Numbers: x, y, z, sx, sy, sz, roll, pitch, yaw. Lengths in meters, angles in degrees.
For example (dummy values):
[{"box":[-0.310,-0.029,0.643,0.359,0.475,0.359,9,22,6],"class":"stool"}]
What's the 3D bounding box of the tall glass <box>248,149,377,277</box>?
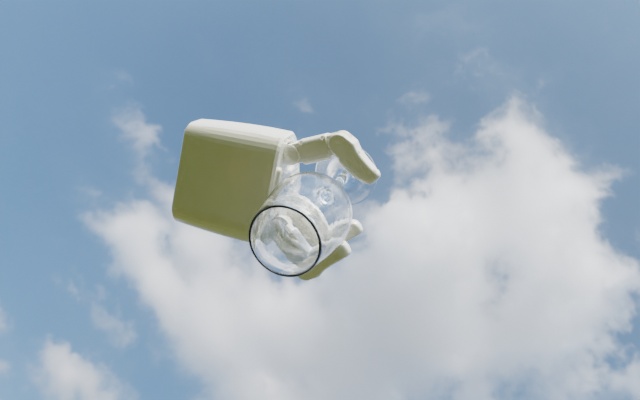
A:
[{"box":[0.000,0.001,0.465,0.079,0.079,0.201,0,18,18],"class":"tall glass"}]
